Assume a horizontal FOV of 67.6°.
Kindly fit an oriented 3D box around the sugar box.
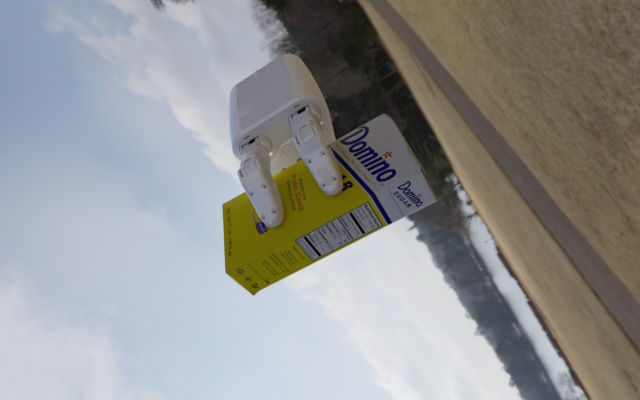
[{"bbox_3d":[0.000,0.001,0.411,0.176,0.093,0.048,-31,-51,11],"label":"sugar box"}]
